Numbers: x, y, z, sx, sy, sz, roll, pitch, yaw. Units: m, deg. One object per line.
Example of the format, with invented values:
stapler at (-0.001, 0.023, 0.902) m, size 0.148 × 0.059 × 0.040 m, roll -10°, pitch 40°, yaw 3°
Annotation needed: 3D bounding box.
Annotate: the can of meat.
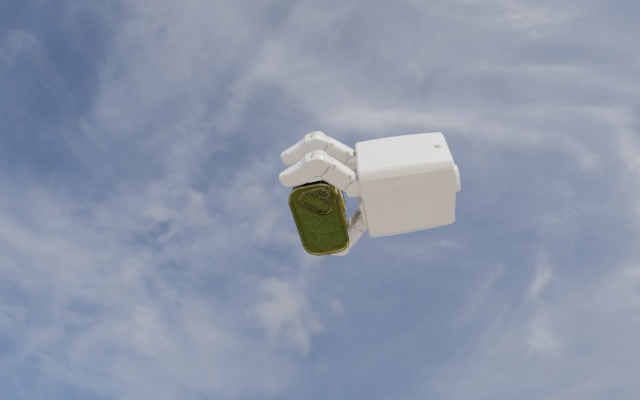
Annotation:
can of meat at (0.000, 0.002, 0.591) m, size 0.057 × 0.102 × 0.084 m, roll -11°, pitch 34°, yaw 9°
